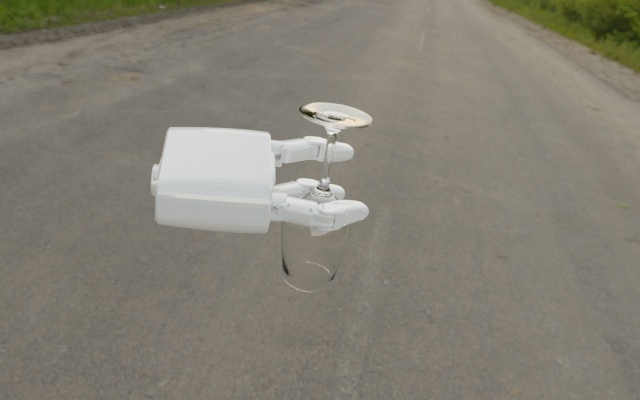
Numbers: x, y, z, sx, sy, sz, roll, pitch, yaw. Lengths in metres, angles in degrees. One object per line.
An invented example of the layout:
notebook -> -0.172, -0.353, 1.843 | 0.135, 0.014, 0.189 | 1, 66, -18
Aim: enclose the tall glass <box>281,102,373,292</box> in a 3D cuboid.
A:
tall glass -> 0.000, 0.001, 0.519 | 0.079, 0.201, 0.079 | 7, 27, -4
